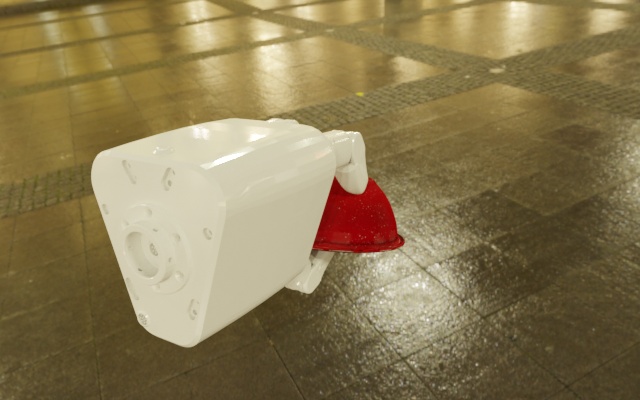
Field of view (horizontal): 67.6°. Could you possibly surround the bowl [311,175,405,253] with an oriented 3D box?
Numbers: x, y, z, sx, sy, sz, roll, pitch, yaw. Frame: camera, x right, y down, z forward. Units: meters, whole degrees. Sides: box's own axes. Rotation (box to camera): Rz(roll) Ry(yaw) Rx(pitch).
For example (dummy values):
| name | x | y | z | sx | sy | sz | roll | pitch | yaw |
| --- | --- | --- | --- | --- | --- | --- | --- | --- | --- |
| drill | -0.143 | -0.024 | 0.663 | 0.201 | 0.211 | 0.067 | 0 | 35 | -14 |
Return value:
| name | x | y | z | sx | sy | sz | roll | pitch | yaw |
| --- | --- | --- | --- | --- | --- | --- | --- | --- | --- |
| bowl | 0.000 | 0.001 | 0.438 | 0.162 | 0.055 | 0.162 | 7 | 7 | -1 |
